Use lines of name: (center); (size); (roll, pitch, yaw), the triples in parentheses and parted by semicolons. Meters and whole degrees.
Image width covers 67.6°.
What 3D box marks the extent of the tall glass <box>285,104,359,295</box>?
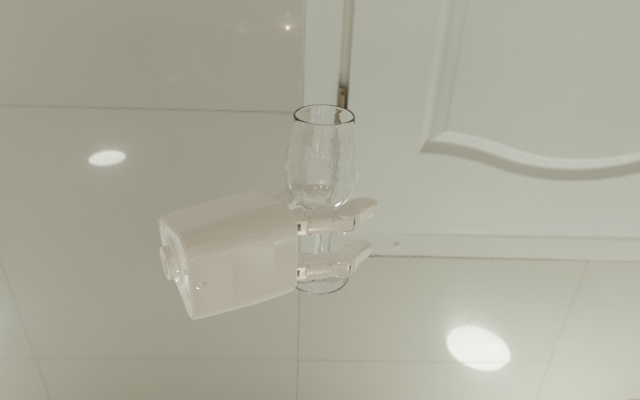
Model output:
tall glass: (0.000, 0.002, 0.521); (0.079, 0.201, 0.079); (2, 29, -1)
